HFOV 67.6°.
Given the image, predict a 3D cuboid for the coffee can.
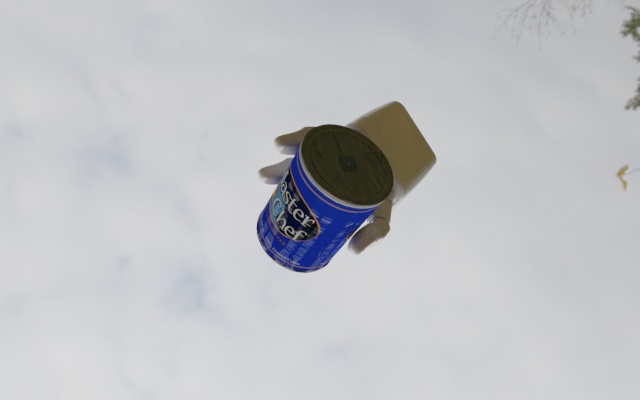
[{"bbox_3d":[0.000,0.002,0.522,0.103,0.102,0.140,0,-34,-30],"label":"coffee can"}]
